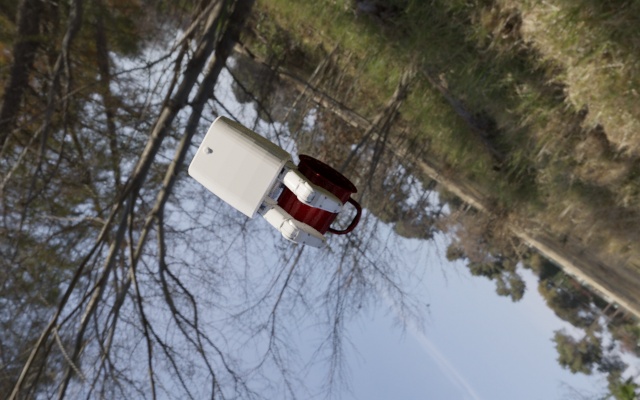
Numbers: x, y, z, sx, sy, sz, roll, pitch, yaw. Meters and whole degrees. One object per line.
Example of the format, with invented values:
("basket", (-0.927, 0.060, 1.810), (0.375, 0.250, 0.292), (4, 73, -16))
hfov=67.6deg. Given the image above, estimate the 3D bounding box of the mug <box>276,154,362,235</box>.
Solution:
("mug", (0.001, 0.003, 0.650), (0.117, 0.081, 0.093), (33, 14, 3))
